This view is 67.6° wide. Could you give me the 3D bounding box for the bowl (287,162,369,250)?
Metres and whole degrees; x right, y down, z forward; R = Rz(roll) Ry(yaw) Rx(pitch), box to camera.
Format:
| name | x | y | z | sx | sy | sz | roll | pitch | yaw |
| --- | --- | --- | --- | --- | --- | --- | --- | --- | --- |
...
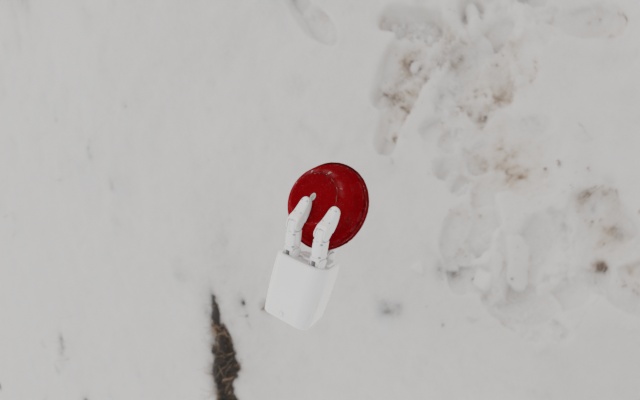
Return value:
| name | x | y | z | sx | sy | sz | roll | pitch | yaw |
| --- | --- | --- | --- | --- | --- | --- | --- | --- | --- |
| bowl | 0.000 | 0.001 | 0.826 | 0.162 | 0.162 | 0.055 | 0 | -15 | 29 |
